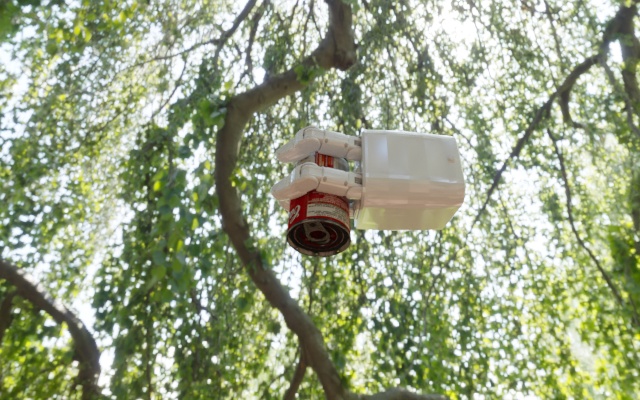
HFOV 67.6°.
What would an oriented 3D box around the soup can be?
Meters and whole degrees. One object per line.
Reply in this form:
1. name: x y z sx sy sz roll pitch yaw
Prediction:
1. soup can: 0.000 0.002 0.530 0.068 0.102 0.069 2 -38 1
